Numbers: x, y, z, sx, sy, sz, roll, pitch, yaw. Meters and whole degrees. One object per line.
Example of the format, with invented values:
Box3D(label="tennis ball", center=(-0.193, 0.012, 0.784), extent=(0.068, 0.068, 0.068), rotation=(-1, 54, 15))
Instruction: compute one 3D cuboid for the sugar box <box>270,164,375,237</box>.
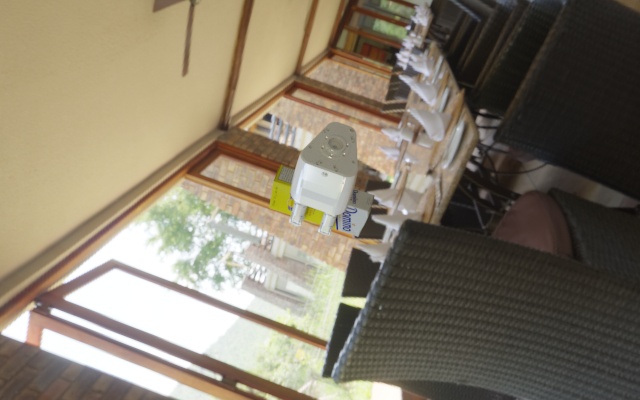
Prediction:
Box3D(label="sugar box", center=(0.000, 0.003, 0.862), extent=(0.176, 0.048, 0.093), rotation=(19, -34, 2))
